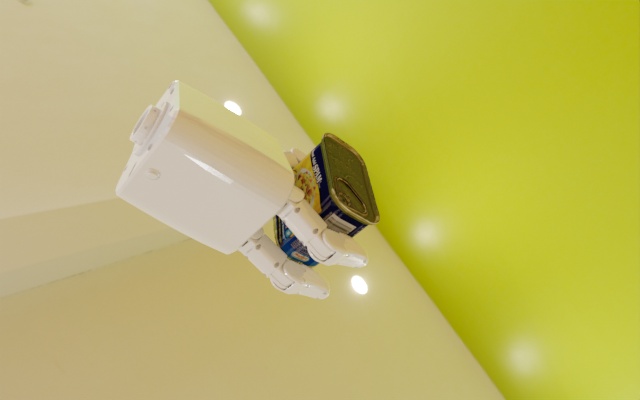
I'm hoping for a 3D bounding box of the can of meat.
[{"bbox_3d":[0.000,0.002,0.448,0.057,0.102,0.084,29,-56,-33],"label":"can of meat"}]
